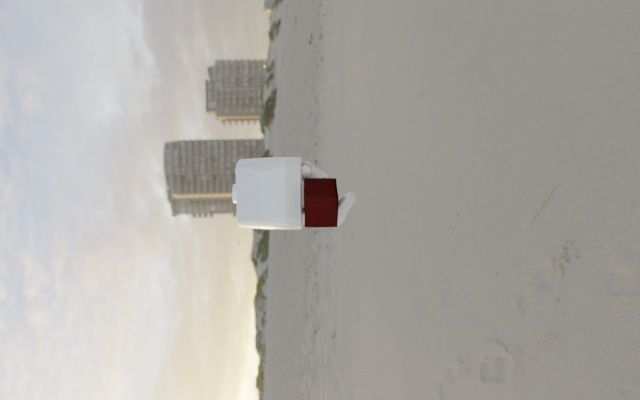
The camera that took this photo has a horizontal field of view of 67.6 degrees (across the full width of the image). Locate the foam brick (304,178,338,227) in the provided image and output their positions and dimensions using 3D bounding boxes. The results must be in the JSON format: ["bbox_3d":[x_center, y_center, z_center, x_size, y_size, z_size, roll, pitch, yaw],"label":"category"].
[{"bbox_3d":[0.000,0.002,0.742,0.051,0.053,0.078,0,23,-1],"label":"foam brick"}]
